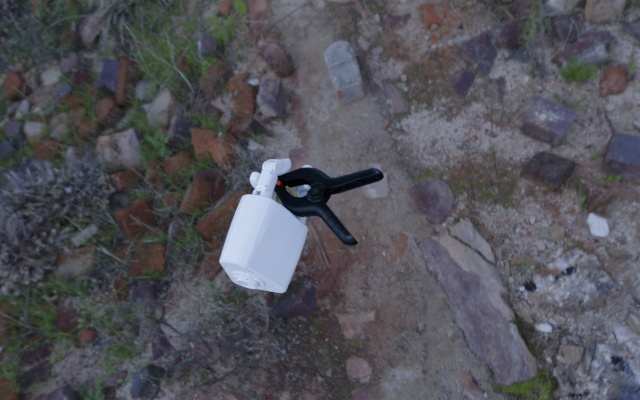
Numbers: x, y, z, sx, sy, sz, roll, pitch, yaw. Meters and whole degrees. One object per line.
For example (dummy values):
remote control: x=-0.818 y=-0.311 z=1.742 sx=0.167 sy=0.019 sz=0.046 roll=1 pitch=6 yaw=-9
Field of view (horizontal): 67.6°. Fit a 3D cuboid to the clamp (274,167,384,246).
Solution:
clamp: x=0.000 y=0.002 z=0.702 sx=0.171 sy=0.120 sz=0.039 roll=5 pitch=-29 yaw=25
